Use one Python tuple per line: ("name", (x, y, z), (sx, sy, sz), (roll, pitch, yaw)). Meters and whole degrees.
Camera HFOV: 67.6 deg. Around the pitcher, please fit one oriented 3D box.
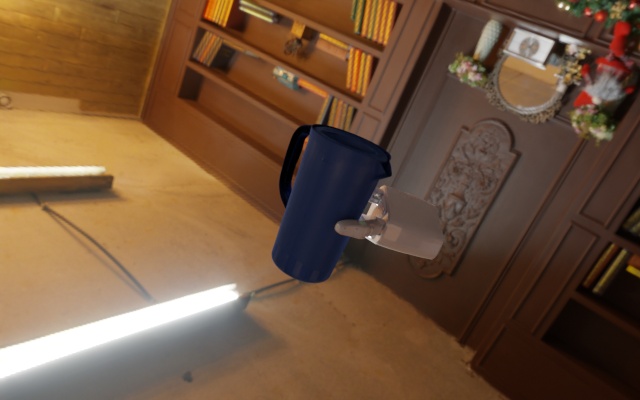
("pitcher", (0.000, 0.003, 0.779), (0.145, 0.243, 0.149), (18, 19, -15))
